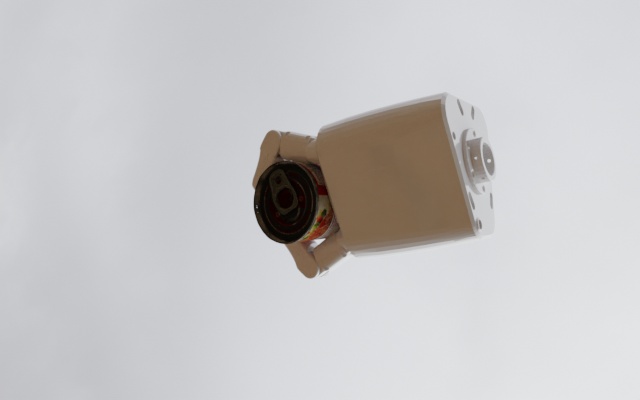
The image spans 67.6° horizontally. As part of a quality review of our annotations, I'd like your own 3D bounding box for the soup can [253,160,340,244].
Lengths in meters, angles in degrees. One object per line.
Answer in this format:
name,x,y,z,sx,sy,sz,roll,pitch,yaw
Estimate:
soup can,0.000,0.002,0.426,0.068,0.068,0.102,0,0,36
